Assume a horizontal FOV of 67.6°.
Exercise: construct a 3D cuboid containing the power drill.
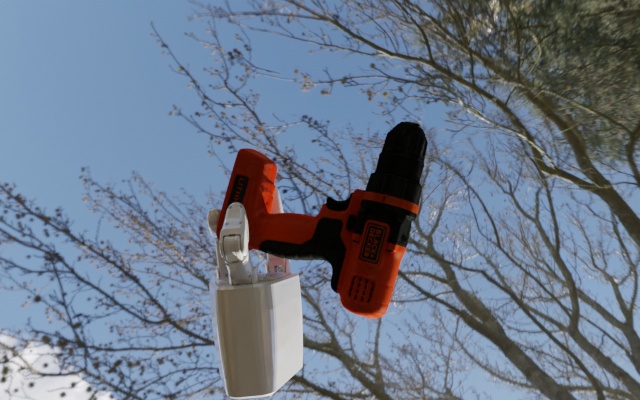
[{"bbox_3d":[0.000,0.002,0.465,0.187,0.184,0.057,13,-6,24],"label":"power drill"}]
